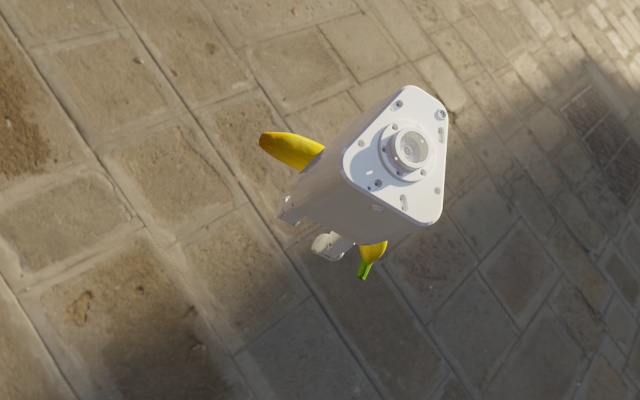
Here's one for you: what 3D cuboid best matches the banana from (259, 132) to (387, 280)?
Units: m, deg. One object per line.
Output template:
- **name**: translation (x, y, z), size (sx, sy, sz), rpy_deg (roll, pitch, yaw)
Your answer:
- **banana**: translation (0.017, -0.007, 0.517), size (0.069, 0.198, 0.037), rpy_deg (-38, 9, -9)
